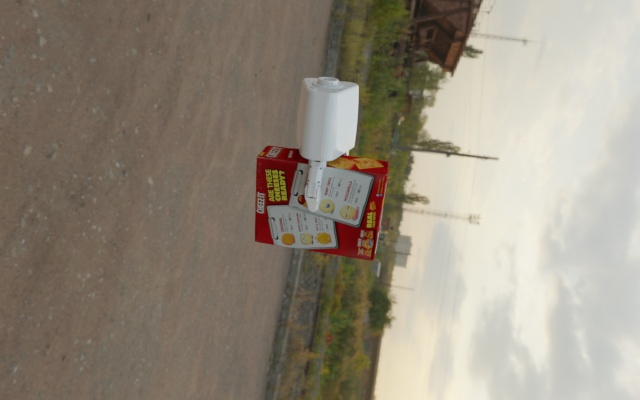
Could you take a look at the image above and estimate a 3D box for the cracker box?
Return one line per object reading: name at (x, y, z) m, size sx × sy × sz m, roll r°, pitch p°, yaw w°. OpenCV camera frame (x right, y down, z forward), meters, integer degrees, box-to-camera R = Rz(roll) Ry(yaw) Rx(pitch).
cracker box at (0.000, 0.003, 0.821) m, size 0.213 × 0.164 × 0.072 m, roll 9°, pitch 26°, yaw 7°
